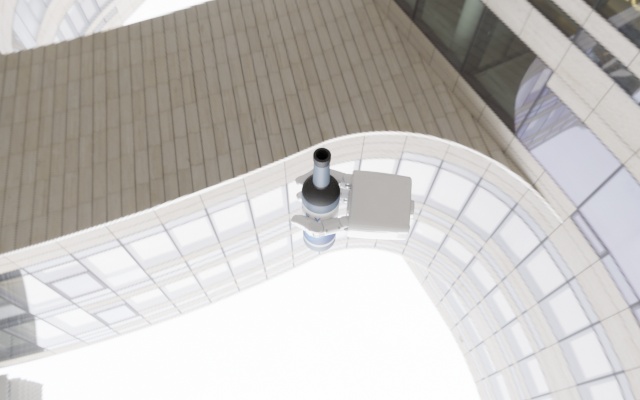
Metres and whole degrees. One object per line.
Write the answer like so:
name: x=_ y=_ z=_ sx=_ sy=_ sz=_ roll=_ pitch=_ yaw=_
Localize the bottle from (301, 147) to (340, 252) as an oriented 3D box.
bottle: x=0.000 y=0.003 z=0.841 sx=0.069 sy=0.069 sz=0.296 roll=0 pitch=-29 yaw=-1
